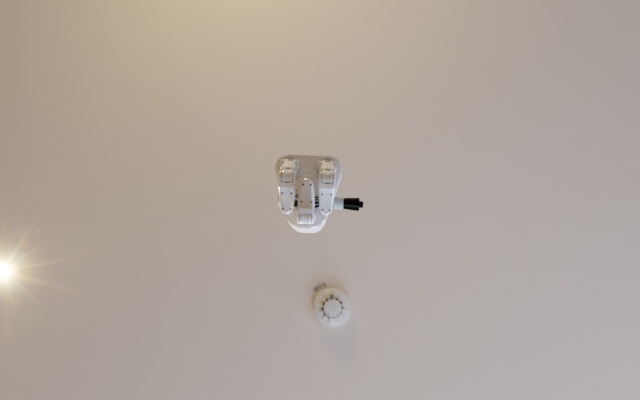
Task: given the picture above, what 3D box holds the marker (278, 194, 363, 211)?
[{"bbox_3d":[0.000,0.002,0.678,0.121,0.020,0.020,3,0,0],"label":"marker"}]
